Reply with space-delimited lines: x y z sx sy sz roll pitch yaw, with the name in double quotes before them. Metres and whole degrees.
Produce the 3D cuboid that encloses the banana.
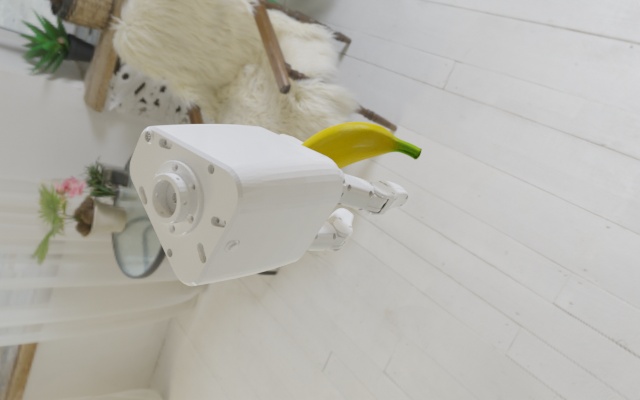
"banana" -0.008 -0.016 0.440 0.198 0.069 0.037 -34 -1 30
